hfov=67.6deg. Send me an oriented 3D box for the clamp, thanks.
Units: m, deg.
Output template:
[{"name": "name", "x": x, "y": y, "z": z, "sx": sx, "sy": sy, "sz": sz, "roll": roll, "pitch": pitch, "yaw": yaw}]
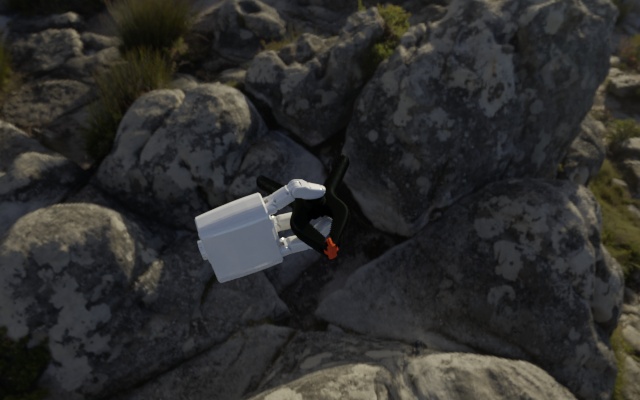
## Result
[{"name": "clamp", "x": 0.000, "y": 0.002, "z": 0.765, "sx": 0.164, "sy": 0.036, "sz": 0.209, "roll": -21, "pitch": 46, "yaw": -9}]
